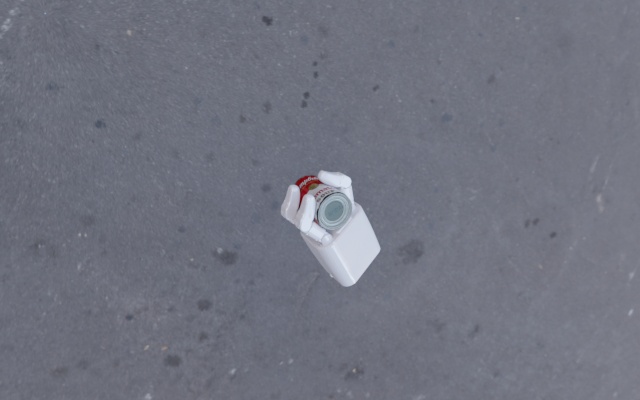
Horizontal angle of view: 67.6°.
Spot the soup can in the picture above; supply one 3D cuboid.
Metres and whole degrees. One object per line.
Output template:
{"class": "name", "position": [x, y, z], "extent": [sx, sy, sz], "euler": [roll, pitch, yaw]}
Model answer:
{"class": "soup can", "position": [0.000, 0.002, 0.815], "extent": [0.068, 0.068, 0.102], "euler": [0, 19, -30]}
